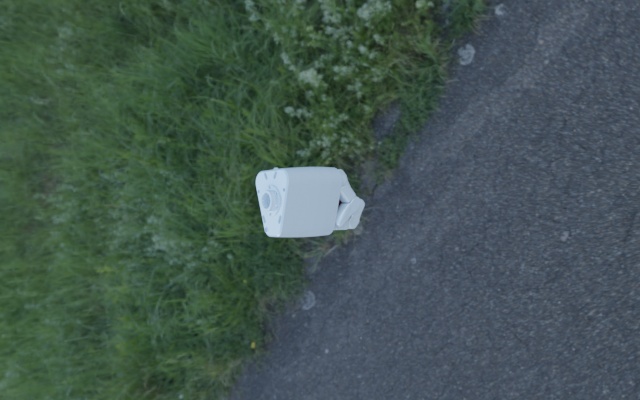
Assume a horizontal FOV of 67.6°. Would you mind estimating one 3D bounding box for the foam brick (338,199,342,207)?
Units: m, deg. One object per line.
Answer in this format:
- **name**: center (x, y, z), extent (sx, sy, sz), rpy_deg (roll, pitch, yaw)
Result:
- **foam brick**: center (0.000, 0.003, 0.849), extent (0.051, 0.053, 0.078), rpy_deg (-2, 0, -39)
